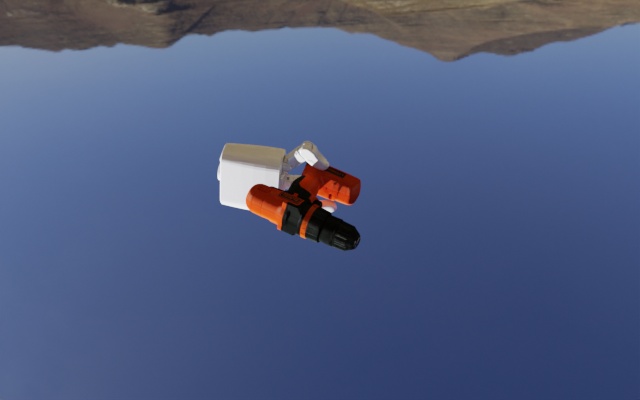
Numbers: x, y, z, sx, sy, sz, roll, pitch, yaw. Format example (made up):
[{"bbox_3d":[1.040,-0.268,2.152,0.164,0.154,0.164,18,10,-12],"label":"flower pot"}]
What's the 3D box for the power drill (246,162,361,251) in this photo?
[{"bbox_3d":[0.000,0.002,0.763,0.184,0.057,0.187,25,26,14],"label":"power drill"}]
